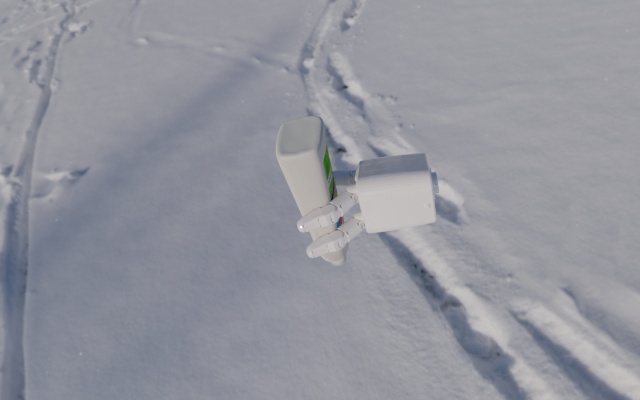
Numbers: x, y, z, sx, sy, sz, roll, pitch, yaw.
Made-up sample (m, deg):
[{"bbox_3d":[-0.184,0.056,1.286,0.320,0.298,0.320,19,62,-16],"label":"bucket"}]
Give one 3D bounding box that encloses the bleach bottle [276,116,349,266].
[{"bbox_3d":[0.000,0.002,0.735,0.068,0.251,0.102,-9,41,11],"label":"bleach bottle"}]
